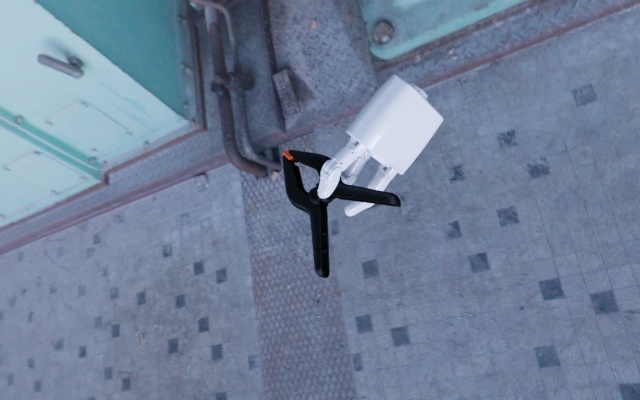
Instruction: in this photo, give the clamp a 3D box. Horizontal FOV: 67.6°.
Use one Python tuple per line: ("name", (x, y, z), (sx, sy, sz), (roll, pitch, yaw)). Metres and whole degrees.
("clamp", (0.000, 0.002, 0.734), (0.210, 0.164, 0.036), (43, 9, 30))
